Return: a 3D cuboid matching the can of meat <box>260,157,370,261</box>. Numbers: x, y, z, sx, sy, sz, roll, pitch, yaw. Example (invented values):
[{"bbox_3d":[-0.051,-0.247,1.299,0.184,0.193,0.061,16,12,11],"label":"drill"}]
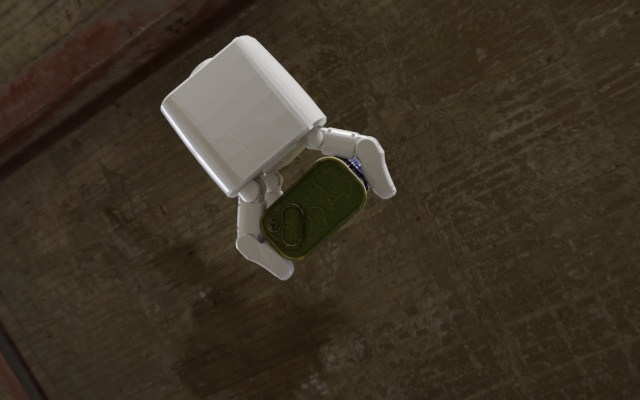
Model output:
[{"bbox_3d":[0.000,0.001,0.462,0.102,0.057,0.084,-43,0,16],"label":"can of meat"}]
